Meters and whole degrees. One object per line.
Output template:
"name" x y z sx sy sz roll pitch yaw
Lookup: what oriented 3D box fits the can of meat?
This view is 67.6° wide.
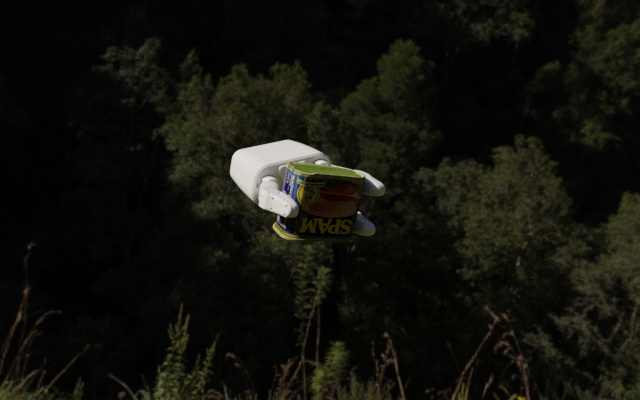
"can of meat" 0.000 0.002 0.586 0.102 0.084 0.057 4 16 -27
